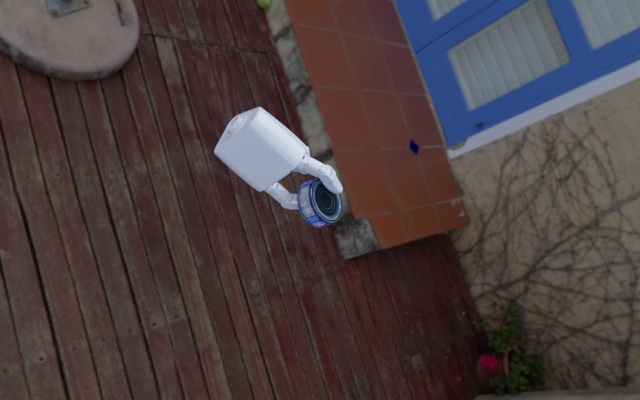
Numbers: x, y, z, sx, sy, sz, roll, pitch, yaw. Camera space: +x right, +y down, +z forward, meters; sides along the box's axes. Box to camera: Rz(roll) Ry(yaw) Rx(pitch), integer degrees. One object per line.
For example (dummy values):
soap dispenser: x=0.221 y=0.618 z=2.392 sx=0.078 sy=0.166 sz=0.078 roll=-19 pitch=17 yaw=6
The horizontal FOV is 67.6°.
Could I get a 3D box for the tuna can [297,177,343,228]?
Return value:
tuna can: x=0.001 y=0.003 z=0.837 sx=0.034 sy=0.086 sz=0.086 roll=-20 pitch=-13 yaw=38
